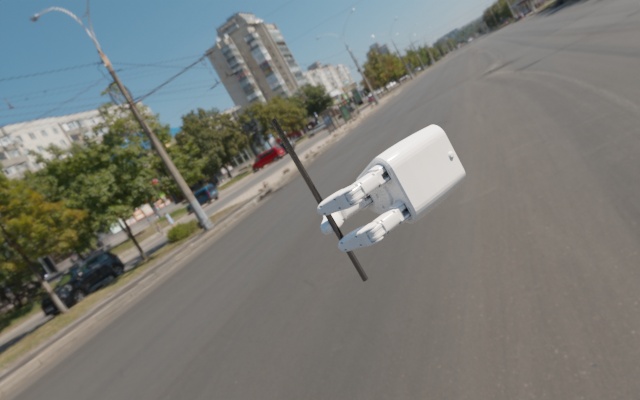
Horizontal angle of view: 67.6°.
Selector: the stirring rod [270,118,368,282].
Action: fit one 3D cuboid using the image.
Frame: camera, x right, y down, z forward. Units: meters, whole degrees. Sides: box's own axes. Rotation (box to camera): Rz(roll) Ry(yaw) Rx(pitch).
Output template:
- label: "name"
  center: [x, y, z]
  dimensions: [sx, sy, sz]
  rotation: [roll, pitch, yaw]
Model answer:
- label: "stirring rod"
  center: [0.000, 0.002, 0.613]
  dimensions: [0.011, 0.239, 0.011]
  rotation: [-29, 9, 5]
